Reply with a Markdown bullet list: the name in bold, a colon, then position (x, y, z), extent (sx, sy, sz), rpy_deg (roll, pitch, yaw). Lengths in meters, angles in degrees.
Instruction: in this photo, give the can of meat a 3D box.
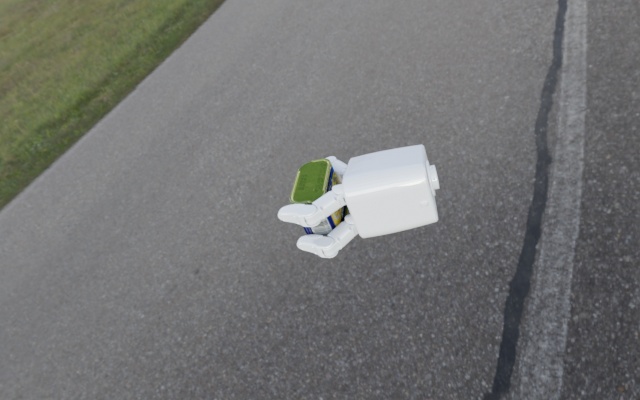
- **can of meat**: position (0.000, 0.002, 0.681), extent (0.057, 0.084, 0.102), rpy_deg (-10, 39, 18)
